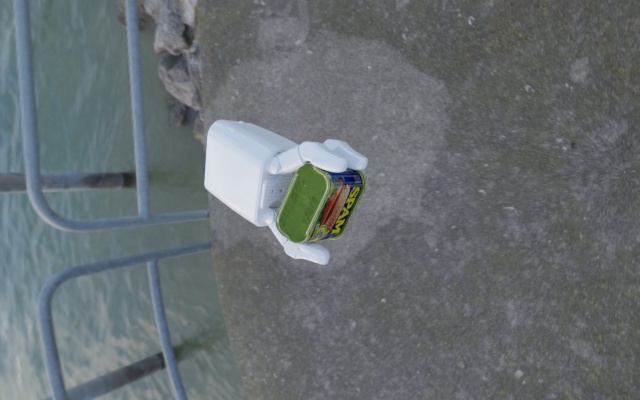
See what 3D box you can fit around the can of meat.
[{"bbox_3d":[0.000,0.002,0.586,0.057,0.102,0.084,34,20,27],"label":"can of meat"}]
